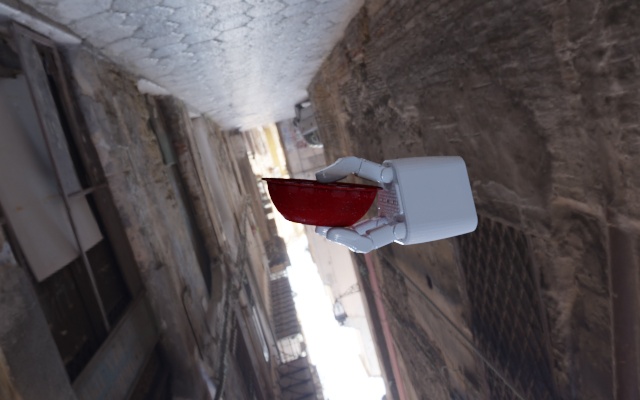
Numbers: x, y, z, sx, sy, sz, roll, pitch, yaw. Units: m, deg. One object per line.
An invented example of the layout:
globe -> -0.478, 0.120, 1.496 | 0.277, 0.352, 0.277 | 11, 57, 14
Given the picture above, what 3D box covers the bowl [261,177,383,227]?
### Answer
bowl -> -0.001, 0.002, 0.634 | 0.162, 0.055, 0.162 | 5, 4, 0
